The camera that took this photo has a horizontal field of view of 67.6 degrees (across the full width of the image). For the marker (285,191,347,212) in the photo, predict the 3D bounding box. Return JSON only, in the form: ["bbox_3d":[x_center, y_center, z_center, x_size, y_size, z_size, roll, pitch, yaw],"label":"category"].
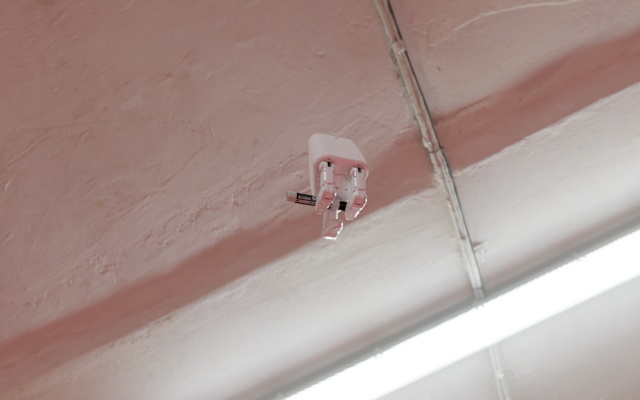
[{"bbox_3d":[0.000,0.003,0.818,0.121,0.020,0.020,10,-3,-15],"label":"marker"}]
